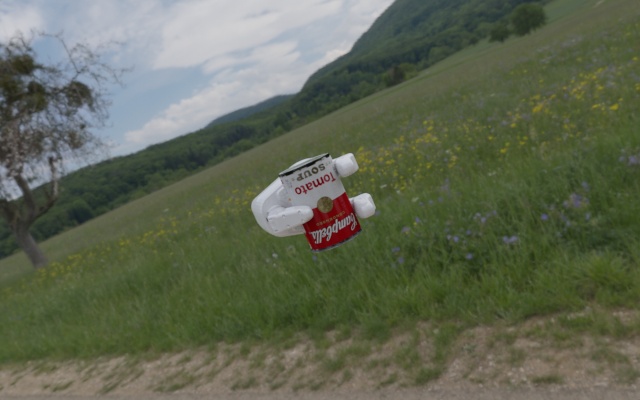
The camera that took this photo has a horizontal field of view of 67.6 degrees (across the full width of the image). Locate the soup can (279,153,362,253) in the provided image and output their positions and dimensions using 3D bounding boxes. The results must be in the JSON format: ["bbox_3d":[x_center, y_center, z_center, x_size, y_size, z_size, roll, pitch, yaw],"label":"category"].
[{"bbox_3d":[0.000,0.002,0.573,0.068,0.102,0.068,-23,8,3],"label":"soup can"}]
